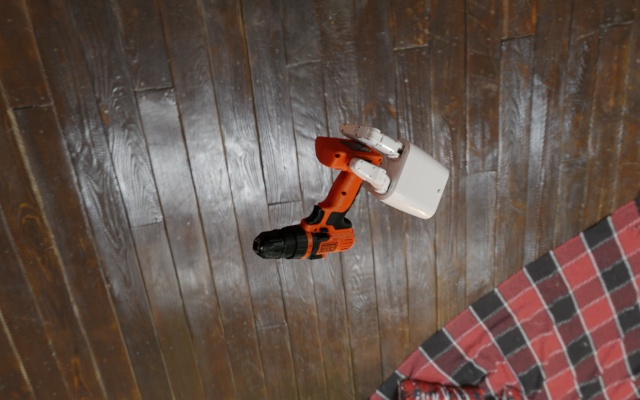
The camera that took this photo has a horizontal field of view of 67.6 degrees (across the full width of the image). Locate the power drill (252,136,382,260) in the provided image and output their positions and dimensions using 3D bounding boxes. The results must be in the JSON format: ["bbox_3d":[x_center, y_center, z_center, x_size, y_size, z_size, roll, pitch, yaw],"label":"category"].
[{"bbox_3d":[0.000,0.002,0.691,0.184,0.188,0.057,-3,35,-44],"label":"power drill"}]
